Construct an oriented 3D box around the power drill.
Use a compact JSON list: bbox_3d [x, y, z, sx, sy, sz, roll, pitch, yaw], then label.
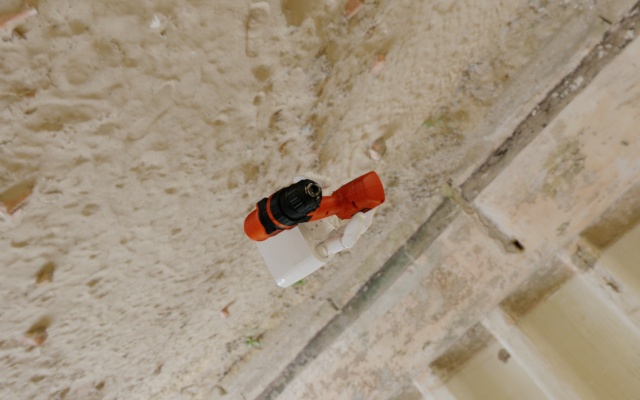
[{"bbox_3d":[0.000,0.002,0.687,0.187,0.057,0.184,-11,-10,-35],"label":"power drill"}]
